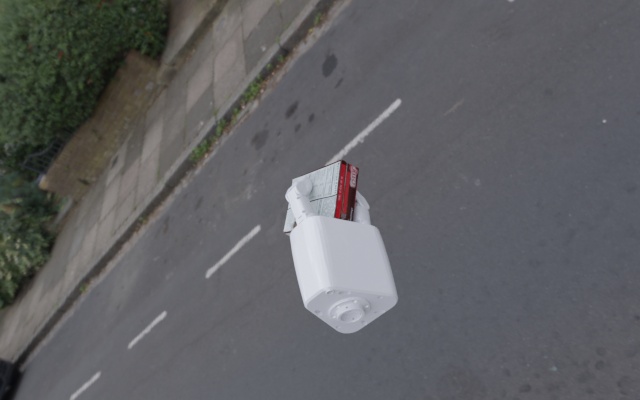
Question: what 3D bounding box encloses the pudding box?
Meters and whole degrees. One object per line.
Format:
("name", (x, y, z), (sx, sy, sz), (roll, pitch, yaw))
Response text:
("pudding box", (0.000, 0.002, 0.660), (0.039, 0.090, 0.113), (26, -28, -36))
